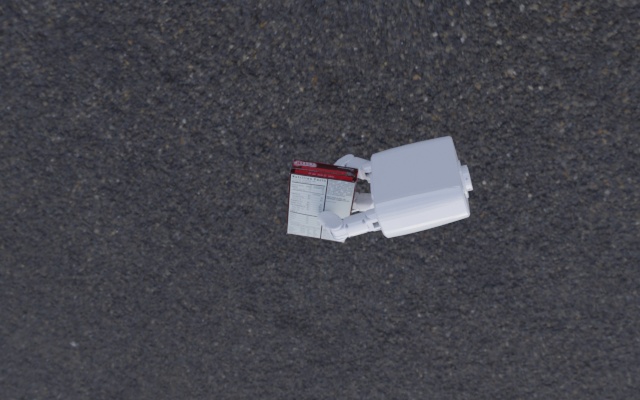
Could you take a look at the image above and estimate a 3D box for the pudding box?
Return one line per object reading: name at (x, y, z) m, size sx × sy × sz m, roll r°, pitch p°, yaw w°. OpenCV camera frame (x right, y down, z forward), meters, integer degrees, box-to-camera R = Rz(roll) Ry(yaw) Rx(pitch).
pudding box at (0.000, 0.002, 0.661) m, size 0.090 × 0.114 × 0.039 m, roll 9°, pitch 37°, yaw 3°
